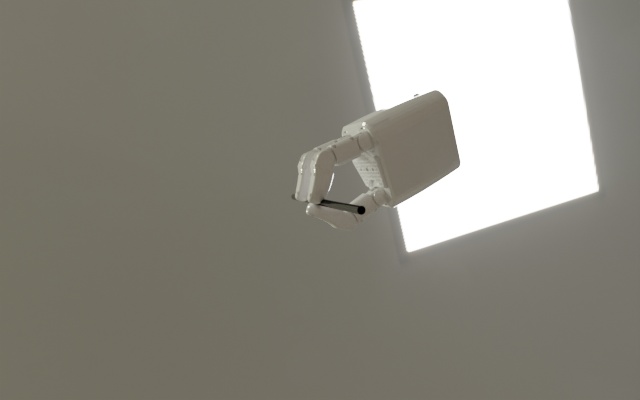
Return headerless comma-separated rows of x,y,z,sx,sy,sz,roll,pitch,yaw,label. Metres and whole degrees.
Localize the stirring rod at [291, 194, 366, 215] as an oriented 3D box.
0.000,0.002,0.533,0.011,0.011,0.239,0,3,-17,stirring rod
